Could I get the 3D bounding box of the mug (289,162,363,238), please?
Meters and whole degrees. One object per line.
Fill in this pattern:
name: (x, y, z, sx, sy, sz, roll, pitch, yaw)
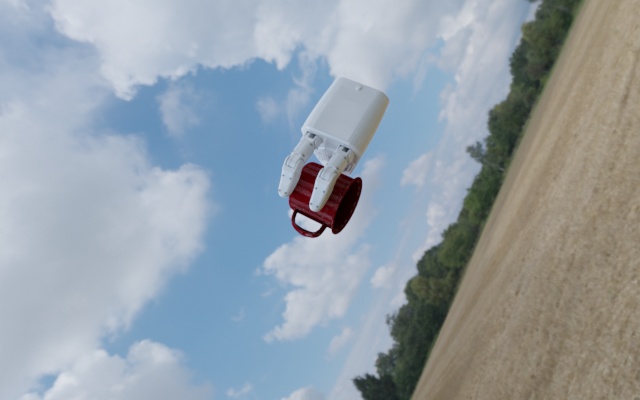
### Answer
mug: (-0.001, 0.003, 0.711, 0.081, 0.117, 0.093, 25, -20, 19)
